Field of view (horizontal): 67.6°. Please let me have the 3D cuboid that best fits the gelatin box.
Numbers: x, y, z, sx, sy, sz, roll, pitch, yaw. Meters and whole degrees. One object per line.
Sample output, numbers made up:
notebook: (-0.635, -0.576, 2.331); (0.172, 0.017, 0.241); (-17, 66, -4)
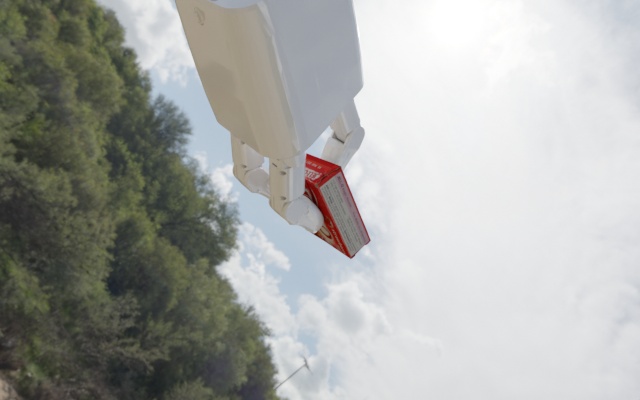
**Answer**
gelatin box: (0.001, 0.001, 0.427); (0.030, 0.089, 0.073); (-39, 37, -18)
